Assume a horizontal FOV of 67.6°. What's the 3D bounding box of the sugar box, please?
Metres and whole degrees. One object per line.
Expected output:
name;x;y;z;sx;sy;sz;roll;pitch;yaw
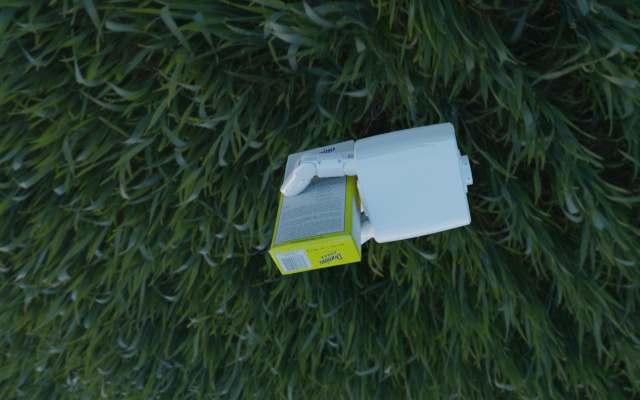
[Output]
sugar box;0.000;0.002;0.564;0.093;0.048;0.176;-11;36;15
